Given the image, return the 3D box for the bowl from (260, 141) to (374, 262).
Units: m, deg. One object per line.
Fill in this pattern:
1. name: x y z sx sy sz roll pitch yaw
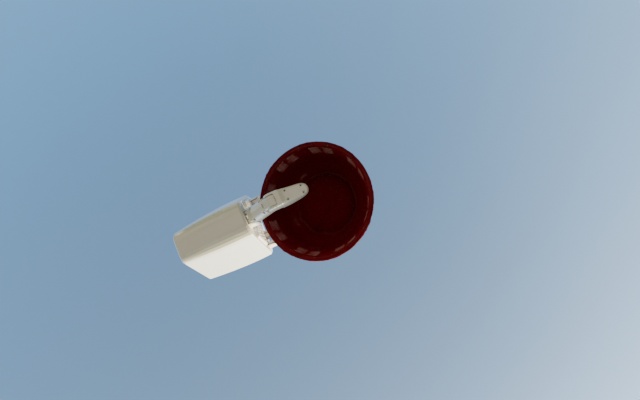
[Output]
1. bowl: 0.001 0.002 0.662 0.162 0.162 0.055 0 -4 19
